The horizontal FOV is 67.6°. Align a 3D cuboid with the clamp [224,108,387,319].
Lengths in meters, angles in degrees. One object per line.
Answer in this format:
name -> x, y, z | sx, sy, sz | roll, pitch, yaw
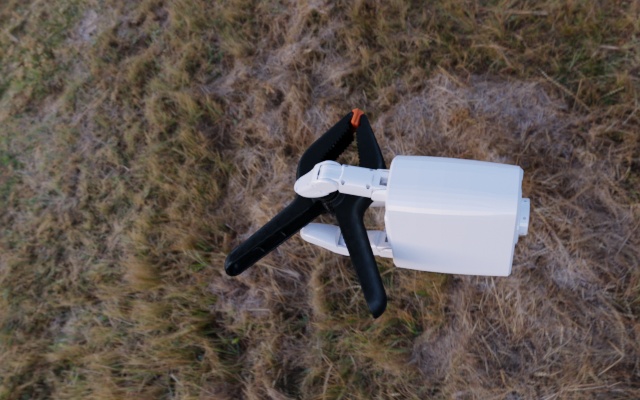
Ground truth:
clamp -> 0.000, 0.001, 0.476 | 0.164, 0.210, 0.036 | 5, -25, 19
